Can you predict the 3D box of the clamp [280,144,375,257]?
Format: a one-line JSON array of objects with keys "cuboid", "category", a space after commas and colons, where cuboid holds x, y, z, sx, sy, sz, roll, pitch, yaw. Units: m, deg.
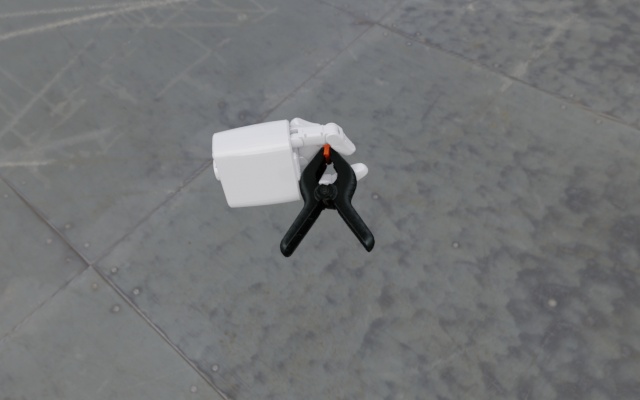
[{"cuboid": [0.000, 0.002, 0.639, 0.120, 0.171, 0.039, -9, -36, 1], "category": "clamp"}]
